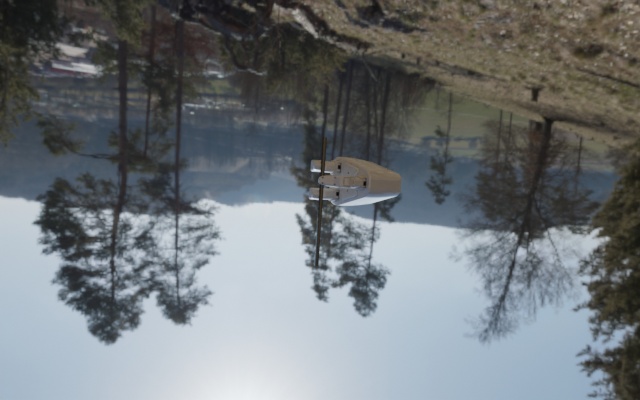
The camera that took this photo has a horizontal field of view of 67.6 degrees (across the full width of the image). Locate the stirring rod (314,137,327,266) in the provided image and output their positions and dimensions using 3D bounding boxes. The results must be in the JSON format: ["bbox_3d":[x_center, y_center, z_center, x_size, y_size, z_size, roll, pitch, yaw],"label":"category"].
[{"bbox_3d":[0.000,0.003,0.891,0.011,0.239,0.011,4,3,0],"label":"stirring rod"}]
